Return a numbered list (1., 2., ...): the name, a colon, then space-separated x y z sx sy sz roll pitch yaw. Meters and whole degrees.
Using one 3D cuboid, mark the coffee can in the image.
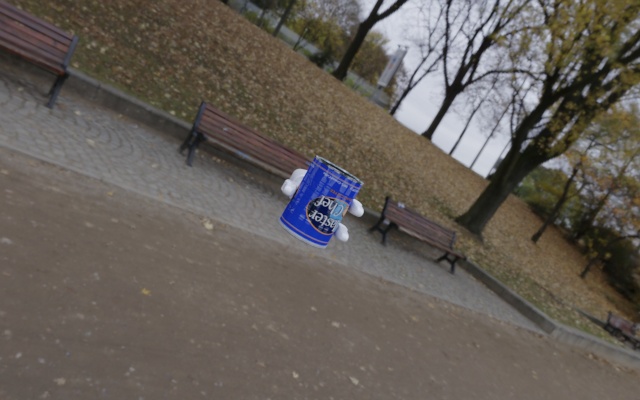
1. coffee can: 0.000 0.003 0.877 0.103 0.140 0.103 30 8 -5
